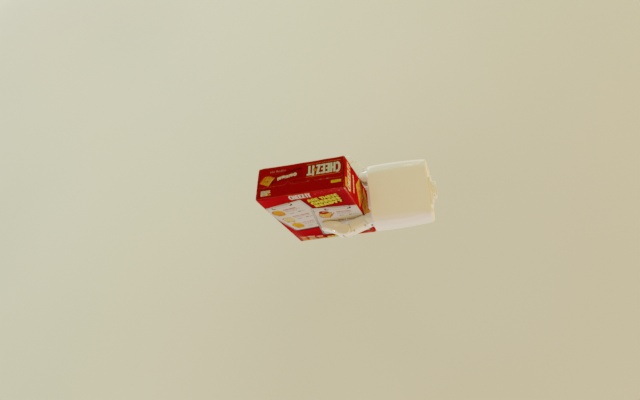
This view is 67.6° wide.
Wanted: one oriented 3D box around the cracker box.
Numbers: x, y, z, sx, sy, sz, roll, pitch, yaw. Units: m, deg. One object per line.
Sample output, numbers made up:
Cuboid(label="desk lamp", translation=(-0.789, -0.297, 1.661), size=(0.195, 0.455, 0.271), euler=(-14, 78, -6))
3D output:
Cuboid(label="cracker box", translation=(0.000, 0.003, 0.897), size=(0.164, 0.072, 0.214), euler=(-8, -27, 18))
